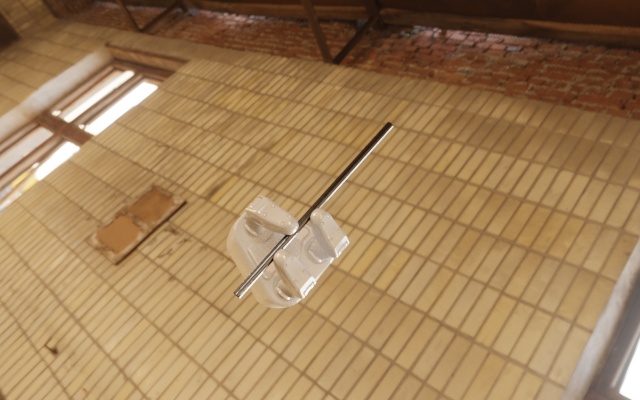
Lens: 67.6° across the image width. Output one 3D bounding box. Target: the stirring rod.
[{"bbox_3d":[0.000,0.002,0.469,0.239,0.011,0.011,-48,22,-22],"label":"stirring rod"}]
